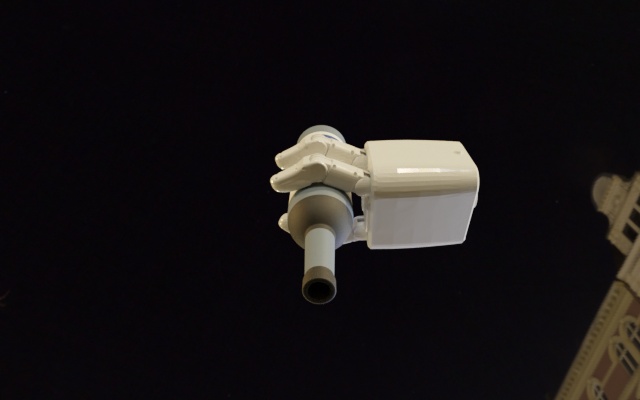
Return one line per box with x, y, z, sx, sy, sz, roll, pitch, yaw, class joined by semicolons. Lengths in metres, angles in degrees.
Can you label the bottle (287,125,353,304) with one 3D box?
0.000;0.002;0.510;0.069;0.069;0.295;0;29;1;bottle
